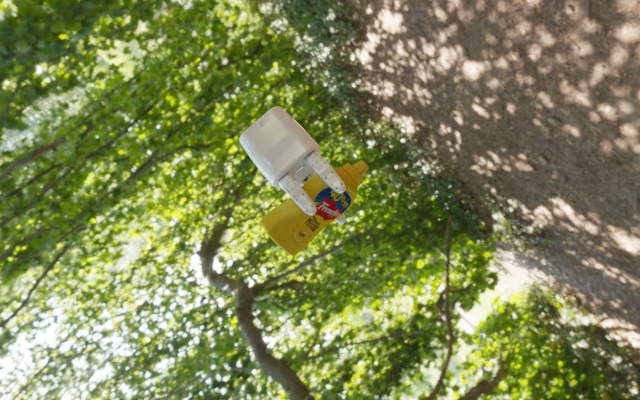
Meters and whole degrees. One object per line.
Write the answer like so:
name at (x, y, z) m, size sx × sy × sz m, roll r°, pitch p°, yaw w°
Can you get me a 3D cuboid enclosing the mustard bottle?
mustard bottle at (0.000, 0.003, 0.775) m, size 0.058 × 0.191 × 0.096 m, roll 49°, pitch -1°, yaw 41°
